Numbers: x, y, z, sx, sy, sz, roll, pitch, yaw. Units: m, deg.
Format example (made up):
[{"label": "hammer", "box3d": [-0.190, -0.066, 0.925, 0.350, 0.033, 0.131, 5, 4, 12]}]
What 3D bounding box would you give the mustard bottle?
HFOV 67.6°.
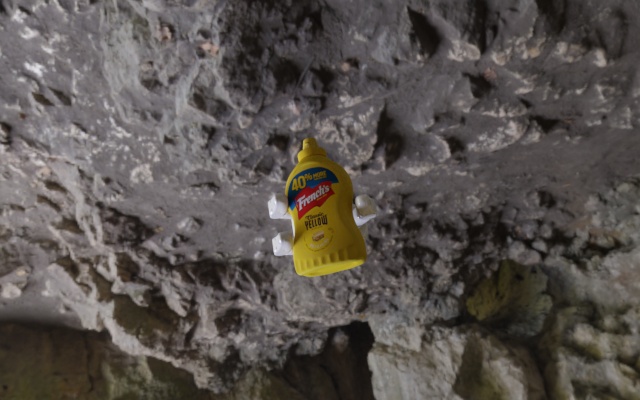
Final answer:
[{"label": "mustard bottle", "box3d": [0.000, 0.002, 0.658, 0.096, 0.191, 0.058, -18, -20, 24]}]
